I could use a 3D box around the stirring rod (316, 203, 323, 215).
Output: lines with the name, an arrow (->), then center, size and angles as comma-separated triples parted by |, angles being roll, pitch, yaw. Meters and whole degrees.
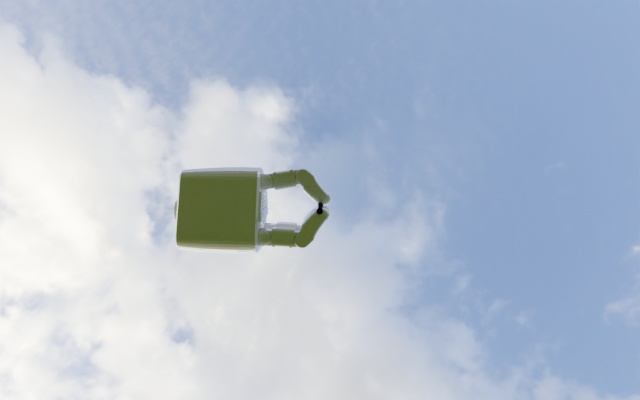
stirring rod -> 0.000, 0.002, 0.682 | 0.011, 0.011, 0.239 | 0, 5, 1
